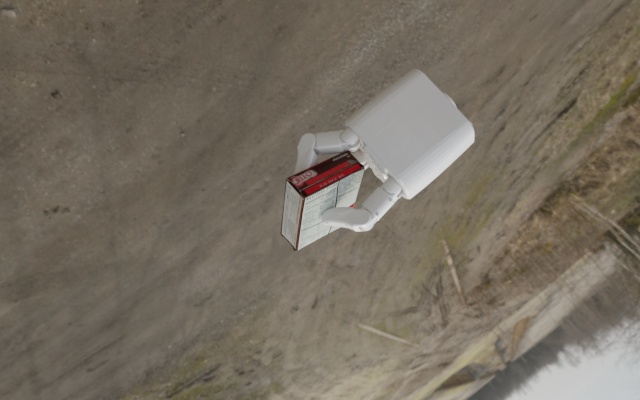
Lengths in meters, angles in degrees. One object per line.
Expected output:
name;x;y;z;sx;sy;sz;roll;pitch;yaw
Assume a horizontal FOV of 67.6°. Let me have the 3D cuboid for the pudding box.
pudding box;0.000;0.002;0.575;0.090;0.039;0.114;-26;-32;-26
